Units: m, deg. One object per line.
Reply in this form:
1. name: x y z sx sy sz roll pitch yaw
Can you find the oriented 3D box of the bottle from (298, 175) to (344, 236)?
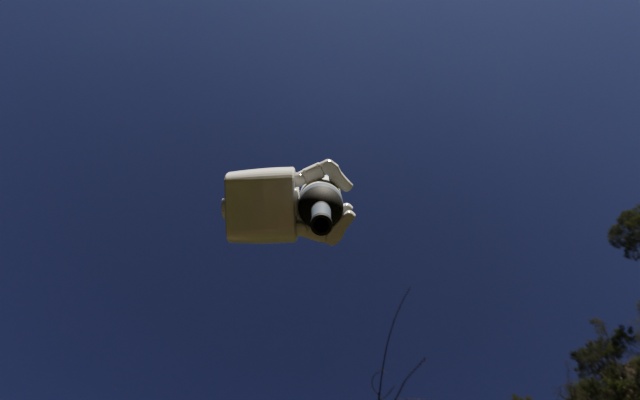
1. bottle: 0.000 0.002 0.729 0.069 0.069 0.295 0 11 0
